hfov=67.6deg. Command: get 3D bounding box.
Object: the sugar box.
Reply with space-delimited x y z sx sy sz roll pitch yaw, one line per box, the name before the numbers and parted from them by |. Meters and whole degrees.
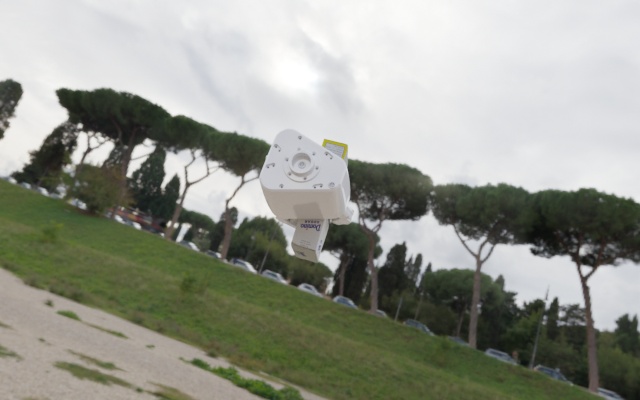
sugar box | 0.000 0.002 0.754 0.048 0.176 0.093 17 -17 8
